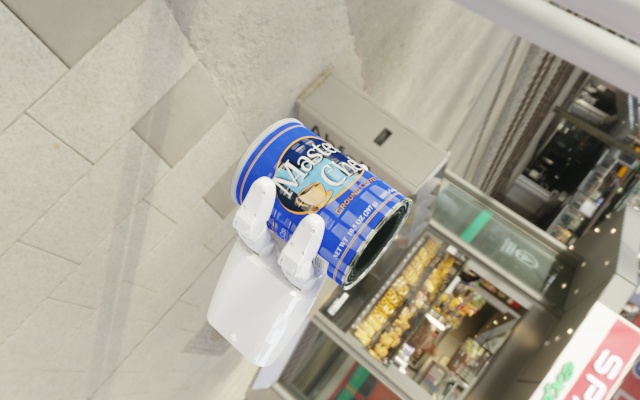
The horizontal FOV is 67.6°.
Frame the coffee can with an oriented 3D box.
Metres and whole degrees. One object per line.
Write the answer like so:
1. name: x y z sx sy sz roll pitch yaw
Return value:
1. coffee can: 0.000 0.001 0.455 0.140 0.103 0.103 37 13 18
